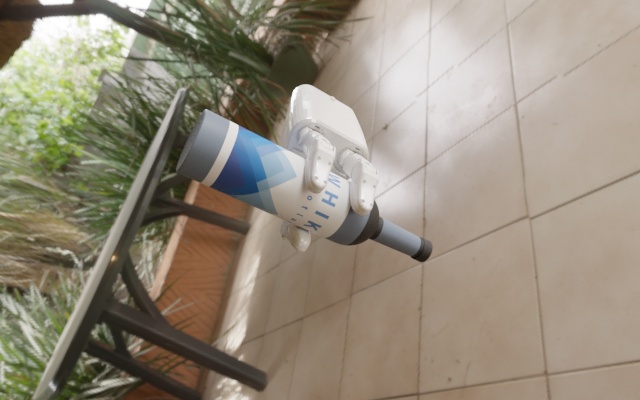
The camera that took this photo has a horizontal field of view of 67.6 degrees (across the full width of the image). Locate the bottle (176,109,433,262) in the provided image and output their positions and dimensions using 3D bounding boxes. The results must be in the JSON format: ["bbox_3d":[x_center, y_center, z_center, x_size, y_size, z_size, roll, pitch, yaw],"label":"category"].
[{"bbox_3d":[0.000,0.002,0.508,0.296,0.069,0.069,25,-10,-22],"label":"bottle"}]
